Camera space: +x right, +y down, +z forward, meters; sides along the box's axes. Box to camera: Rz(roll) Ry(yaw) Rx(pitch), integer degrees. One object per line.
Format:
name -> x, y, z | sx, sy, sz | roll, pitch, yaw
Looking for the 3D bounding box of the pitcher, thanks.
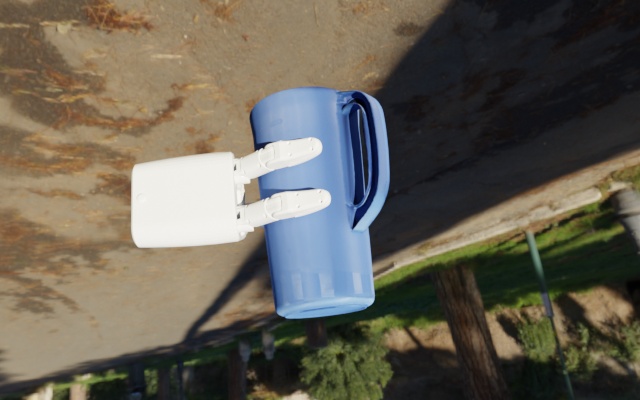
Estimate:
pitcher -> 0.000, 0.002, 0.538 | 0.145, 0.242, 0.149 | -5, -18, -5
